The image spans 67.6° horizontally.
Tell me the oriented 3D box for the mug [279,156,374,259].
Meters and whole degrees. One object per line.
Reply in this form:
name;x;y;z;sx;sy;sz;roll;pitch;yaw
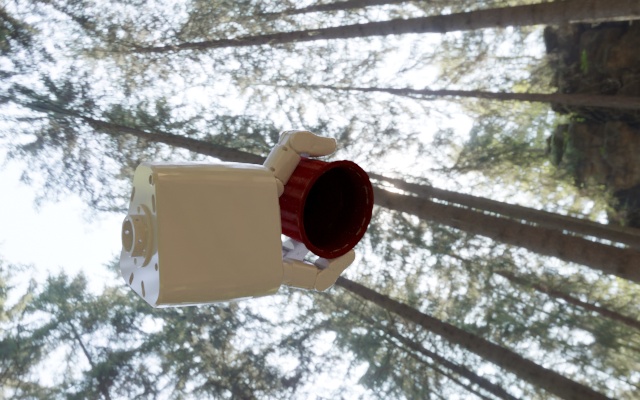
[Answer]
mug;0.001;0.002;0.474;0.117;0.093;0.081;4;9;-41
